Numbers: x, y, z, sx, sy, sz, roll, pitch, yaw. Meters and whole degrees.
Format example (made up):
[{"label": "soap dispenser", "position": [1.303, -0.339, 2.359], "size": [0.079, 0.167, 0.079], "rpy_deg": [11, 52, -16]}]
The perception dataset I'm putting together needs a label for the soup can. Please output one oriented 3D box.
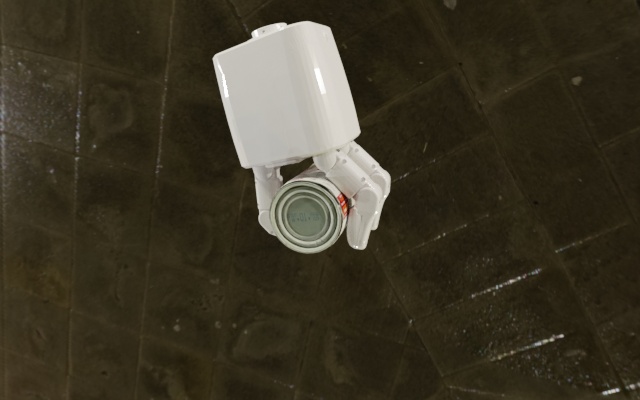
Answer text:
[{"label": "soup can", "position": [0.000, 0.002, 0.453], "size": [0.068, 0.068, 0.102], "rpy_deg": [0, 16, 16]}]
